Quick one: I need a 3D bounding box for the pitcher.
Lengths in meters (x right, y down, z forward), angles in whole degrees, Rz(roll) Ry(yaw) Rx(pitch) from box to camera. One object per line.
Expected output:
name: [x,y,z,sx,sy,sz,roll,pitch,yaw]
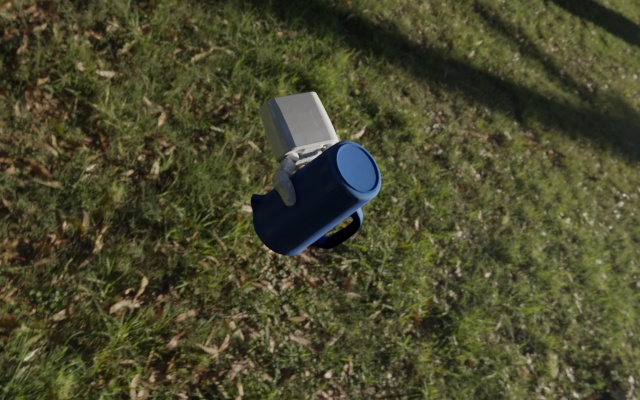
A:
pitcher: [0.000,0.003,0.848,0.149,0.145,0.243,-10,-17,-42]
